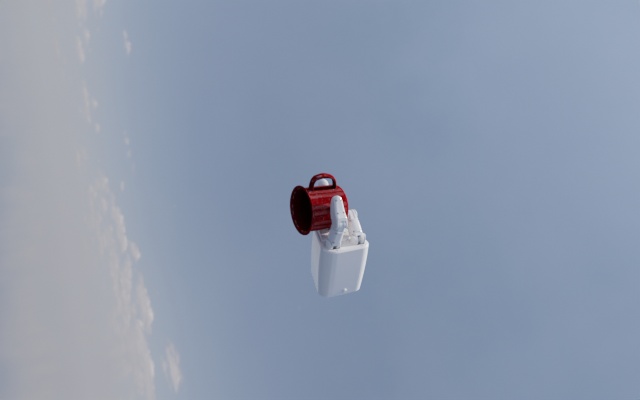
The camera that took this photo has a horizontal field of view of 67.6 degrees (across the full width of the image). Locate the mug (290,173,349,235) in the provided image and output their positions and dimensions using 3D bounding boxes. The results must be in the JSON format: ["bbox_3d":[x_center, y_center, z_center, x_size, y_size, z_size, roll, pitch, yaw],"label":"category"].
[{"bbox_3d":[0.000,0.002,0.890,0.081,0.117,0.093,-8,28,-29],"label":"mug"}]
